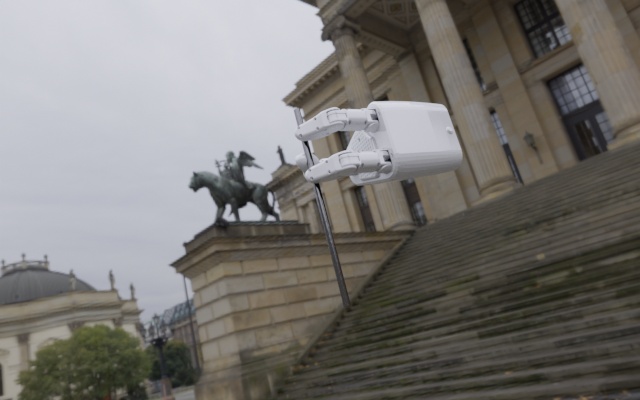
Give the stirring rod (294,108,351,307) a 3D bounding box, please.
[{"bbox_3d":[0.000,0.002,0.549,0.011,0.239,0.011,-13,-16,-4],"label":"stirring rod"}]
